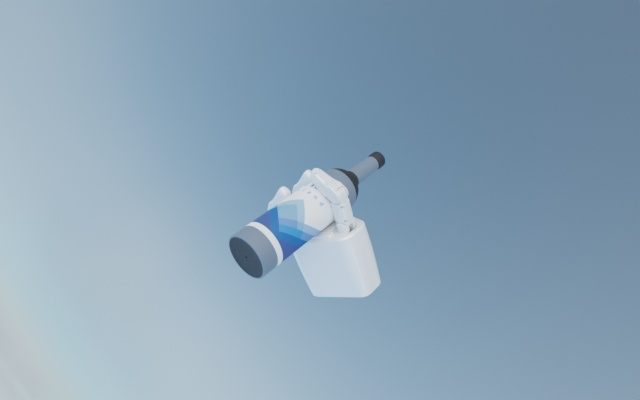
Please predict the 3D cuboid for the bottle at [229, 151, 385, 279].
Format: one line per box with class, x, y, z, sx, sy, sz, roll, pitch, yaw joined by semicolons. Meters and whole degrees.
bottle;0.000;0.002;0.694;0.069;0.069;0.295;0;29;47
